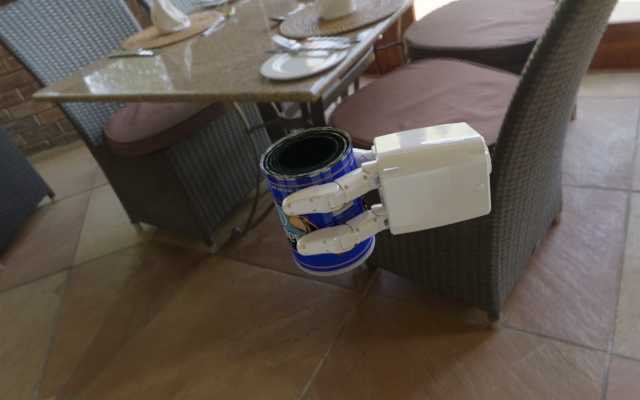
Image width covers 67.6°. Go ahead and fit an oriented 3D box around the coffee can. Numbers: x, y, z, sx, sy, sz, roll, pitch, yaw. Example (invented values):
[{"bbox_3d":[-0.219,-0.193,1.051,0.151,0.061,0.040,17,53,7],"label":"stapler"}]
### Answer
[{"bbox_3d":[0.000,0.002,0.552,0.103,0.140,0.102,-11,34,8],"label":"coffee can"}]
